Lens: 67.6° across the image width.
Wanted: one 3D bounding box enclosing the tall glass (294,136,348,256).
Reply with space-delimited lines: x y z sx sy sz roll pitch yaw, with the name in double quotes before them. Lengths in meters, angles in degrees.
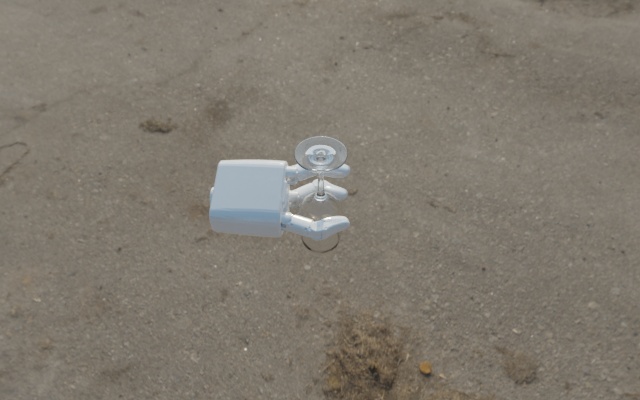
"tall glass" 0.000 0.002 0.731 0.079 0.079 0.201 0 -43 0
